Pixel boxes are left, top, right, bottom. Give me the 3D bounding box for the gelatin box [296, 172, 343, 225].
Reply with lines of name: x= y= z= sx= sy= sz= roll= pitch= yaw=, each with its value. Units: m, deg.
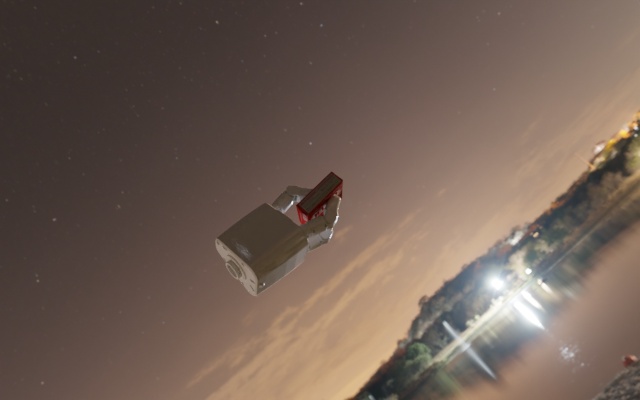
gelatin box: x=0.000 y=0.002 z=0.821 sx=0.030 sy=0.089 sz=0.073 roll=40 pitch=-17 yaw=17
